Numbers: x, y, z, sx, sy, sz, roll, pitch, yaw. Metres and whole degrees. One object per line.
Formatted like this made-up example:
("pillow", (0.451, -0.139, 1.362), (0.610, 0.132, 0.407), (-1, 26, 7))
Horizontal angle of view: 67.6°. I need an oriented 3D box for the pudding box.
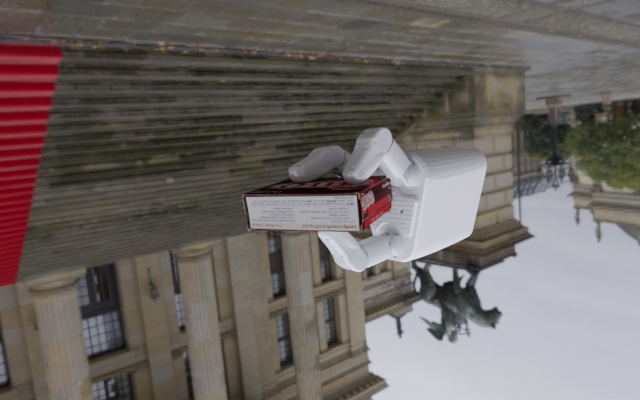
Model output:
("pudding box", (0.000, 0.002, 0.439), (0.113, 0.039, 0.090), (-3, 9, 25))
